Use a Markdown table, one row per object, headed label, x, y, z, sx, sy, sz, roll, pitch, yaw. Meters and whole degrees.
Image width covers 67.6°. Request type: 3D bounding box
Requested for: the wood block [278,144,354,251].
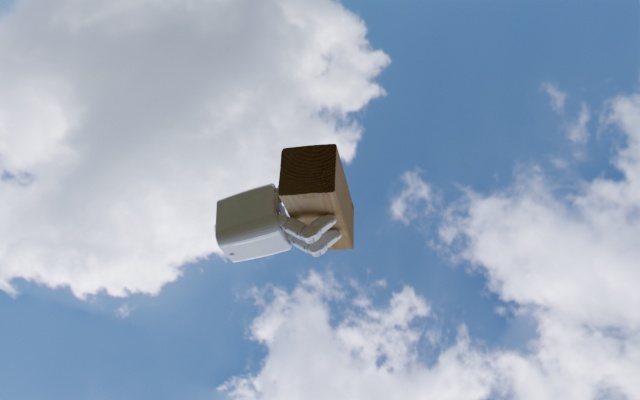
| label | x | y | z | sx | sy | sz | roll | pitch | yaw |
| --- | --- | --- | --- | --- | --- | --- | --- | --- | --- |
| wood block | 0.000 | 0.002 | 0.812 | 0.090 | 0.090 | 0.206 | -4 | -30 | 10 |
